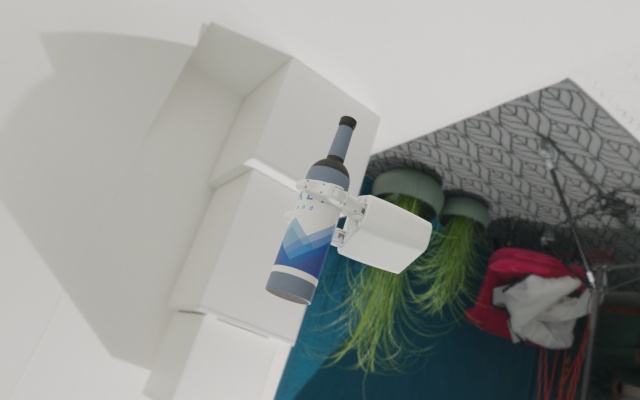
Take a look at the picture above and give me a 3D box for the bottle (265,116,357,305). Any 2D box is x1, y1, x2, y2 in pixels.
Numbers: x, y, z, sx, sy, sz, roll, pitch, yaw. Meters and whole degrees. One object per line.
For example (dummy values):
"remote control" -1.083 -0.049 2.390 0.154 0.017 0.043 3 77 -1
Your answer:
"bottle" 0.000 0.003 0.707 0.069 0.295 0.069 17 -21 7
